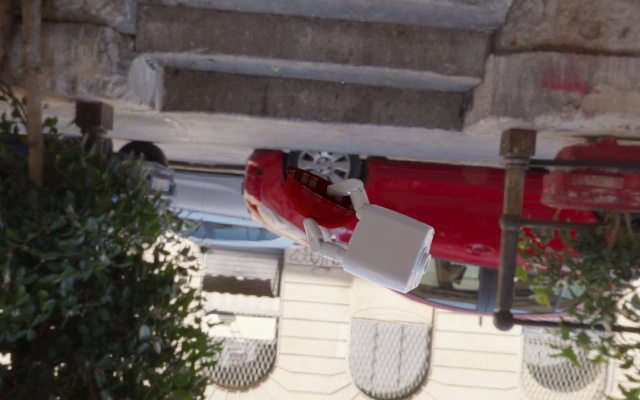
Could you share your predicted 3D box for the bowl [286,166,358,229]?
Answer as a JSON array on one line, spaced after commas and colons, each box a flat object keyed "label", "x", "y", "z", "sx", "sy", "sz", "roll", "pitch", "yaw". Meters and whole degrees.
[{"label": "bowl", "x": -0.001, "y": 0.002, "z": 0.833, "sx": 0.162, "sy": 0.055, "sz": 0.162, "roll": 28, "pitch": 12, "yaw": -7}]
